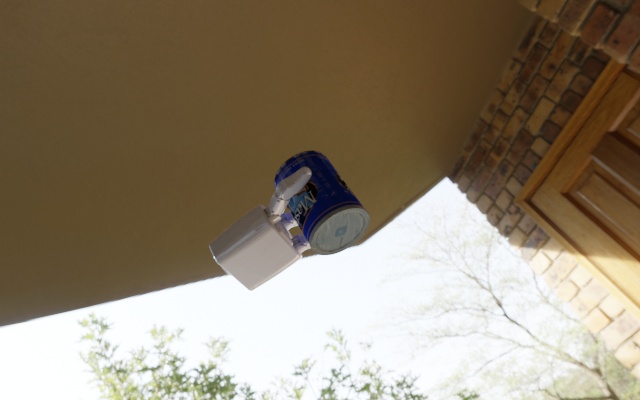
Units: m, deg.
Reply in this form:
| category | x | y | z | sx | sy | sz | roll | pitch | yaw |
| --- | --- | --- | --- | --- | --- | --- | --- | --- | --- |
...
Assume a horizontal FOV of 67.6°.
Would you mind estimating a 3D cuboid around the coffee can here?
| category | x | y | z | sx | sy | sz | roll | pitch | yaw |
| --- | --- | --- | --- | --- | --- | --- | --- | --- | --- |
| coffee can | 0.000 | 0.002 | 0.764 | 0.103 | 0.103 | 0.140 | 0 | 41 | -37 |
